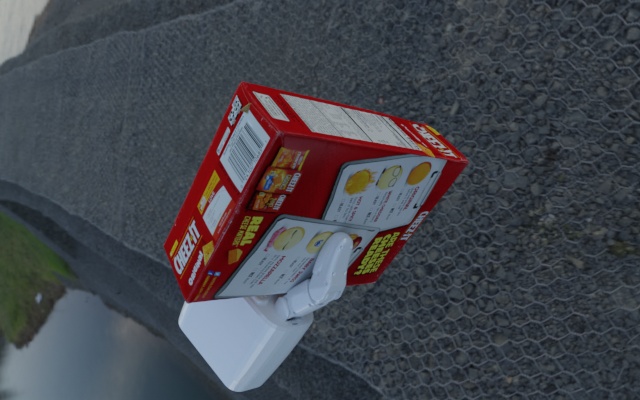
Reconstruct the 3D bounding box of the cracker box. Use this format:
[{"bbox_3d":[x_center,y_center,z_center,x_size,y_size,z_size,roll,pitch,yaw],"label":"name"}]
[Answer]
[{"bbox_3d":[0.000,0.001,0.406,0.214,0.164,0.072,2,41,-42],"label":"cracker box"}]
